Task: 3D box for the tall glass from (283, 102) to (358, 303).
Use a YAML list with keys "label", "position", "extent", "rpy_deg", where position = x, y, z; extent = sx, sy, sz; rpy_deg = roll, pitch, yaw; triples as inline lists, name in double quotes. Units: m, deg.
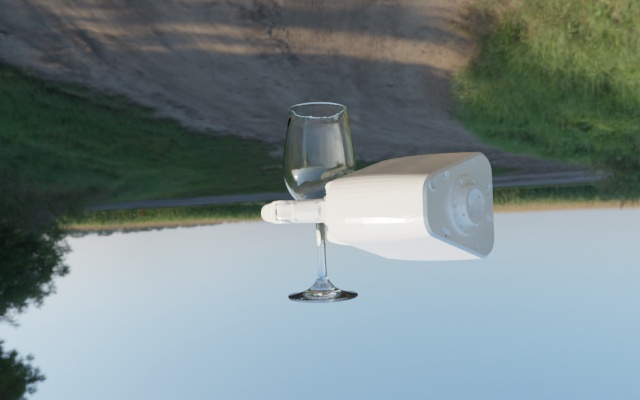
- label: "tall glass"
  position: [0.000, 0.002, 0.506]
  extent: [0.079, 0.201, 0.079]
  rpy_deg: [-2, -2, 0]
